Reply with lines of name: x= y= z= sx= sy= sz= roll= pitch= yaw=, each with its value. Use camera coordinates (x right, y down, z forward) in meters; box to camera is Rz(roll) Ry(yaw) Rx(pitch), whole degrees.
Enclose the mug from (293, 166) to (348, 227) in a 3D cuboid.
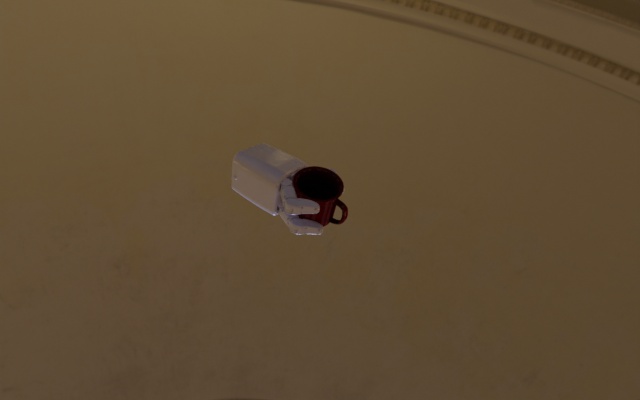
mug: x=0.001 y=0.004 z=0.882 sx=0.117 sy=0.082 sz=0.093 roll=31 pitch=47 yaw=17
